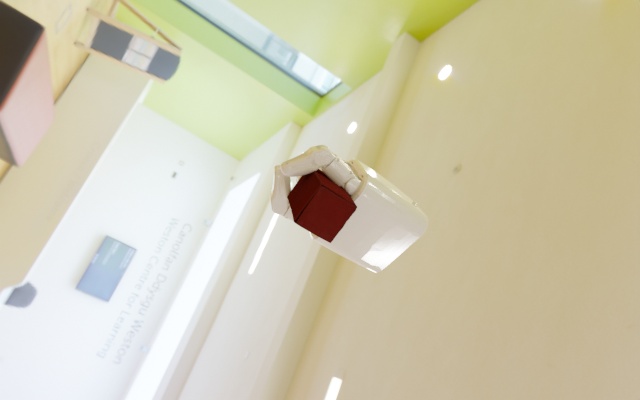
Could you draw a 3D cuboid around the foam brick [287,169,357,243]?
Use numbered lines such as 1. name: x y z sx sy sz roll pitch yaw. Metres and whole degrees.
1. foam brick: 0.000 0.002 0.545 0.051 0.053 0.078 32 13 -20
